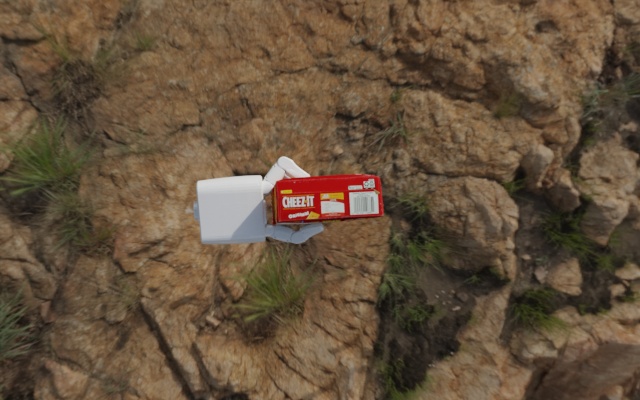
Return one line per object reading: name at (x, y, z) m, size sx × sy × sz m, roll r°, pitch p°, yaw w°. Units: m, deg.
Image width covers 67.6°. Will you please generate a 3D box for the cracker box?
cracker box at (0.000, 0.003, 0.821) m, size 0.164 × 0.072 × 0.214 m, roll -3°, pitch -3°, yaw -8°
